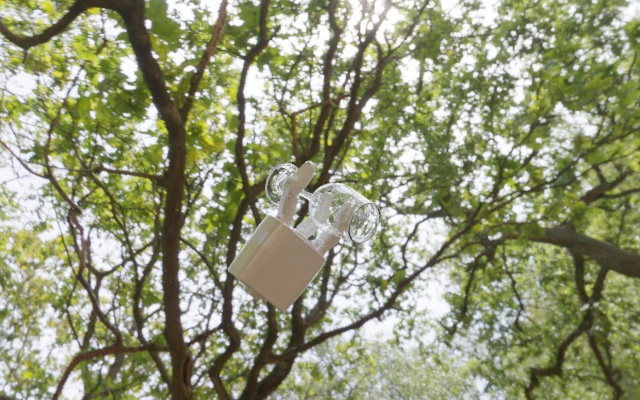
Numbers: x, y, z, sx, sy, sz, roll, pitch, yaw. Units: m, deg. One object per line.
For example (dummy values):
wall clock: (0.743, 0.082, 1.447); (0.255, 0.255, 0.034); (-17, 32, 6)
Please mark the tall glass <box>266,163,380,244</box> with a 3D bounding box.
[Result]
tall glass: (0.000, 0.002, 0.741); (0.079, 0.079, 0.201); (0, 17, -42)
